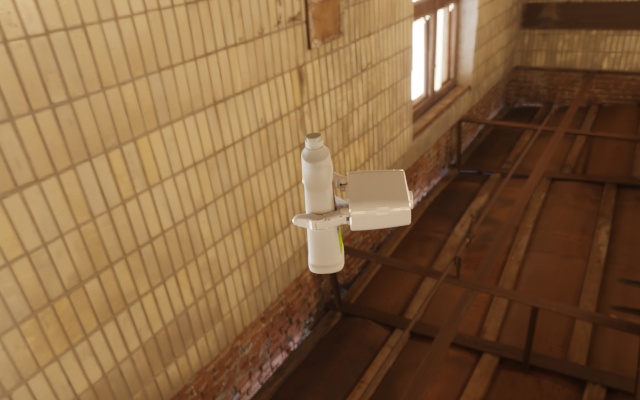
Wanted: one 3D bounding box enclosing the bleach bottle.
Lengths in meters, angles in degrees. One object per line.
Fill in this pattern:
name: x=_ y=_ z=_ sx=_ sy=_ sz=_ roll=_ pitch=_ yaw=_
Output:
bleach bottle: x=0.000 y=0.003 z=0.866 sx=0.068 sy=0.251 sz=0.102 roll=-4 pitch=29 yaw=4
